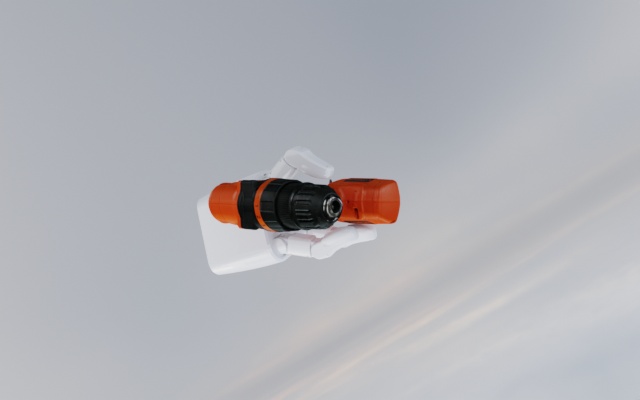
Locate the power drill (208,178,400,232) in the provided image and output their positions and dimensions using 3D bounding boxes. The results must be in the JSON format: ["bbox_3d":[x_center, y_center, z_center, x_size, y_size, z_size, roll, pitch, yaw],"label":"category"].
[{"bbox_3d":[0.000,0.002,0.514,0.187,0.057,0.184,0,3,-43],"label":"power drill"}]
